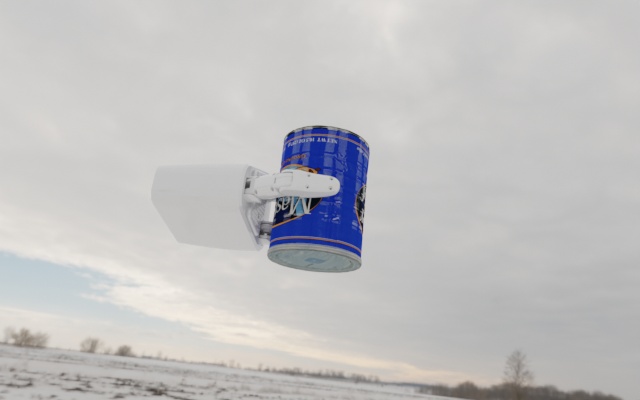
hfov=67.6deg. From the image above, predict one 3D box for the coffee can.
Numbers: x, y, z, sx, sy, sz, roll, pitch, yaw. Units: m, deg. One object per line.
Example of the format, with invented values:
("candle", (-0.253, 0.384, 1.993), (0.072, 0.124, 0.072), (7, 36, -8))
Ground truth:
("coffee can", (0.000, 0.002, 0.539), (0.103, 0.140, 0.103), (5, -20, 2))
